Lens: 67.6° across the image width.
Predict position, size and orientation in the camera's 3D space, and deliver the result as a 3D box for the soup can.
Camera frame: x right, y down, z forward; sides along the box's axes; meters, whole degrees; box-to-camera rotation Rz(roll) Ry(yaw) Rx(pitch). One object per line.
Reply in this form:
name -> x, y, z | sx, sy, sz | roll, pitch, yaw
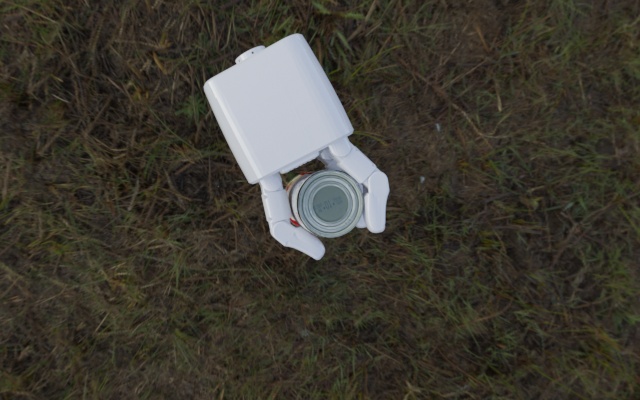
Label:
soup can -> 0.000, 0.002, 0.502 | 0.068, 0.068, 0.102 | 0, 2, -12
